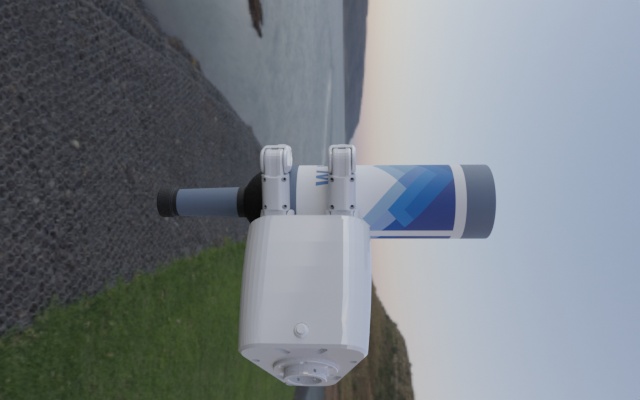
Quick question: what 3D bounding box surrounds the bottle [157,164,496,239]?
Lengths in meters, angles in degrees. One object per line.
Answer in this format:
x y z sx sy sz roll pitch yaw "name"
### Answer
0.000 0.001 0.435 0.296 0.069 0.069 0 0 3 "bottle"
